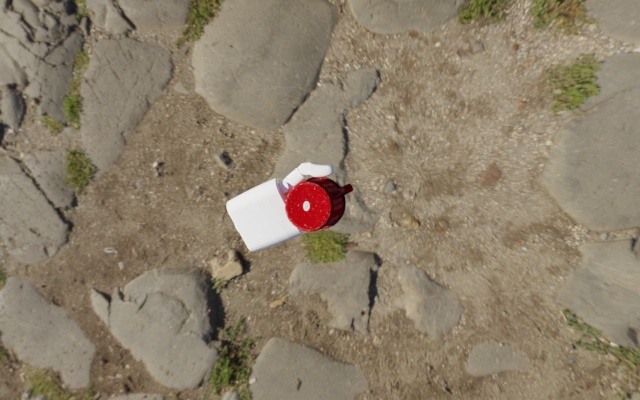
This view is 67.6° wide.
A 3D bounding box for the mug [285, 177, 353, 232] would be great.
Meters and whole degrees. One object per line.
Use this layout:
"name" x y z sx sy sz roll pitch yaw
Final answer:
"mug" 0.001 0.002 0.791 0.117 0.093 0.081 -23 -1 14
